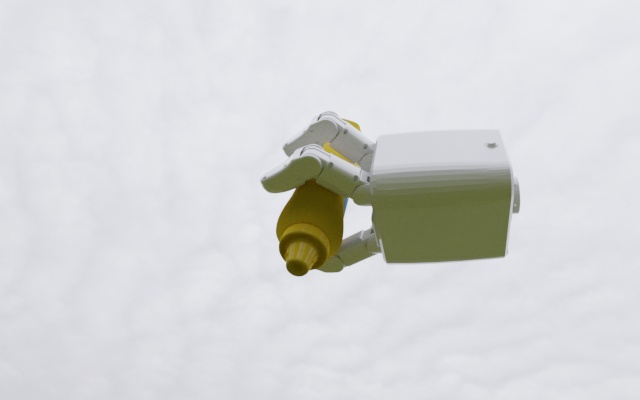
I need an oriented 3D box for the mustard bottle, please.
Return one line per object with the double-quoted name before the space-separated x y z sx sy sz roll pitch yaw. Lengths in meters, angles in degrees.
"mustard bottle" 0.000 0.001 0.445 0.058 0.096 0.191 17 35 1
